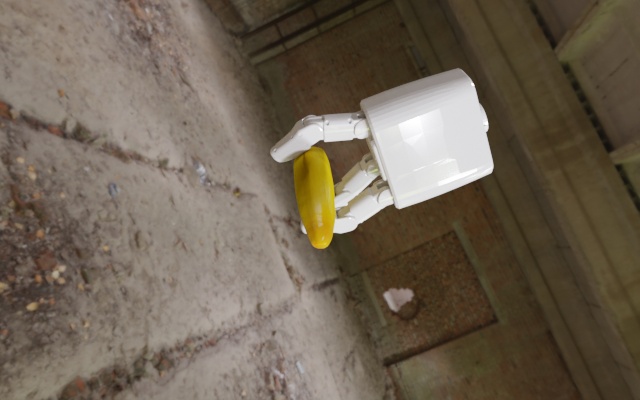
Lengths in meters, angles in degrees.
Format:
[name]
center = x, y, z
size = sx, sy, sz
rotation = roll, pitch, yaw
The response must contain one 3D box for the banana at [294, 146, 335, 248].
[banana]
center = -0.005, -0.017, 0.482
size = 0.037, 0.070, 0.197
rotation = -15, 15, 2
